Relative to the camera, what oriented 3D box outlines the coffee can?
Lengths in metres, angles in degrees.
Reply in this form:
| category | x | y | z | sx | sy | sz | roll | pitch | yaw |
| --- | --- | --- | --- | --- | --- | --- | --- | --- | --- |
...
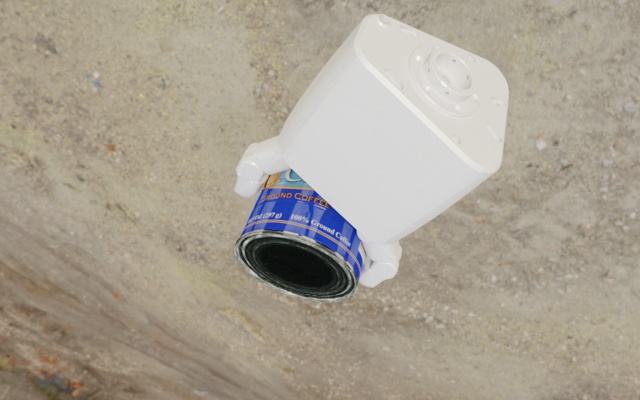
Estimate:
| category | x | y | z | sx | sy | sz | roll | pitch | yaw |
| --- | --- | --- | --- | --- | --- | --- | --- | --- | --- |
| coffee can | 0.000 | 0.001 | 0.414 | 0.103 | 0.140 | 0.103 | 14 | -35 | 10 |
